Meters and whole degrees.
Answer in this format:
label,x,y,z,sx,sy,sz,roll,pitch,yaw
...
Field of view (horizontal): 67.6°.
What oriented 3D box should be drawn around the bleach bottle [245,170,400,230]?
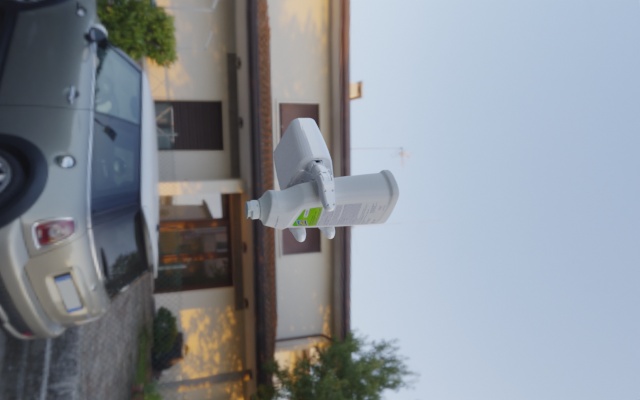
label,x,y,z,sx,sy,sz,roll,pitch,yaw
bleach bottle,0.000,0.003,0.808,0.251,0.068,0.103,-3,-40,-18
